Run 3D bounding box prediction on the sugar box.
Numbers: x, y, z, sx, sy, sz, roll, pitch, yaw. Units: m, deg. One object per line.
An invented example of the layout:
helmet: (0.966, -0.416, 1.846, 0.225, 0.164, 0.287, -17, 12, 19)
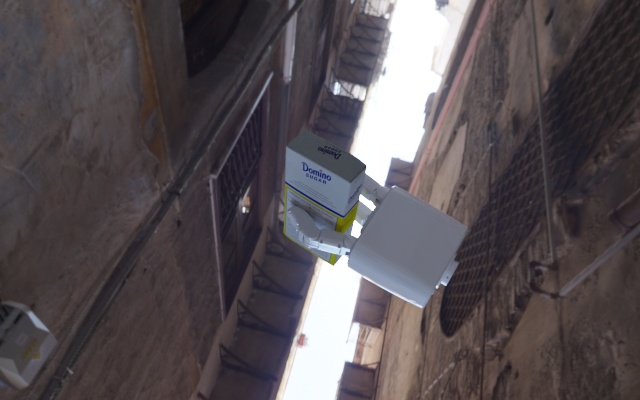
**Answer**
sugar box: (0.001, 0.002, 0.612, 0.093, 0.176, 0.048, 31, 52, 18)
